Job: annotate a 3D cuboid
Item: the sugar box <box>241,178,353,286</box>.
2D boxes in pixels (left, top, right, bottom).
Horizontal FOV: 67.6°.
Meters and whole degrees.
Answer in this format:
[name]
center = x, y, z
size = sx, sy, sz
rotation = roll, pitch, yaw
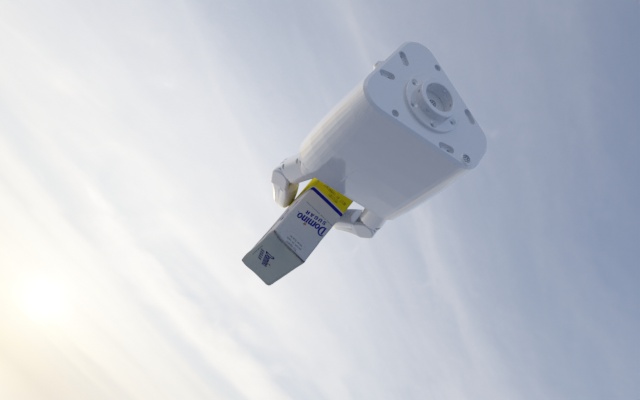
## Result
[sugar box]
center = 0.000, 0.001, 0.486
size = 0.176, 0.048, 0.093
rotation = -46, 3, -35
